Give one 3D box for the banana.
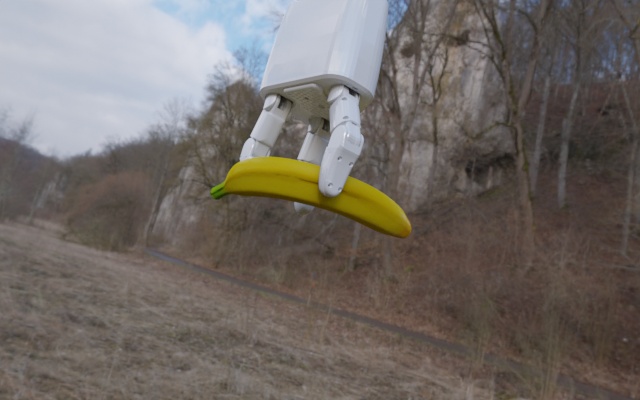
[{"bbox_3d":[0.001,-0.005,0.438,0.198,0.037,0.070,14,-20,-8],"label":"banana"}]
